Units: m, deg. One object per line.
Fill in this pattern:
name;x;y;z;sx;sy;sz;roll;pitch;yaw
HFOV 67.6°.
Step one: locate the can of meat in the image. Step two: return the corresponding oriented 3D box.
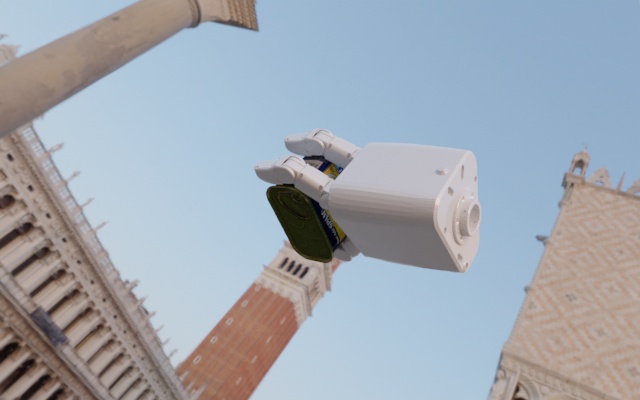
can of meat;0.000;0.002;0.521;0.057;0.102;0.084;5;41;40
